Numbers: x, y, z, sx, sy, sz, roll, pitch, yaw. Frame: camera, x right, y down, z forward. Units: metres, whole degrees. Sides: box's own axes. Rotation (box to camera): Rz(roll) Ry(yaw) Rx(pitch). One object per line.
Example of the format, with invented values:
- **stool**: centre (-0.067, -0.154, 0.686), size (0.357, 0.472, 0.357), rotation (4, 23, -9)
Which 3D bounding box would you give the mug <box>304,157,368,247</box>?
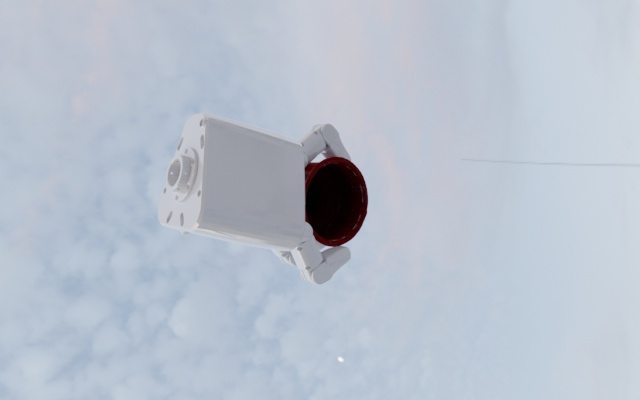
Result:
- **mug**: centre (0.001, 0.002, 0.530), size (0.117, 0.093, 0.081), rotation (14, -6, -40)
